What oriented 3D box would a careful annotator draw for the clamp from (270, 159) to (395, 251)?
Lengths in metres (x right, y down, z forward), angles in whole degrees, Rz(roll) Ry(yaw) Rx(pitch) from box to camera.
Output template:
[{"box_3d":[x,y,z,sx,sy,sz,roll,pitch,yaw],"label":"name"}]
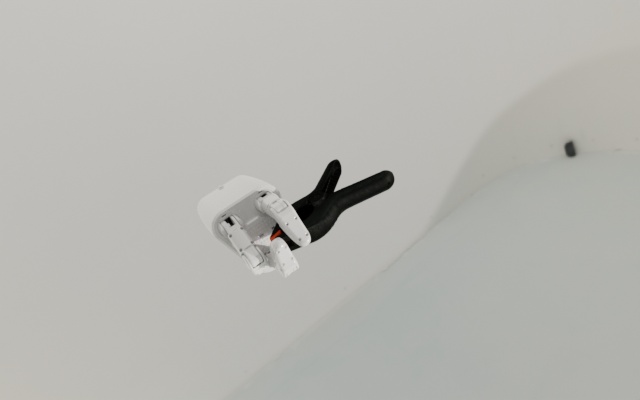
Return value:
[{"box_3d":[0.000,0.003,0.618,0.171,0.039,0.120,-34,25,-16],"label":"clamp"}]
